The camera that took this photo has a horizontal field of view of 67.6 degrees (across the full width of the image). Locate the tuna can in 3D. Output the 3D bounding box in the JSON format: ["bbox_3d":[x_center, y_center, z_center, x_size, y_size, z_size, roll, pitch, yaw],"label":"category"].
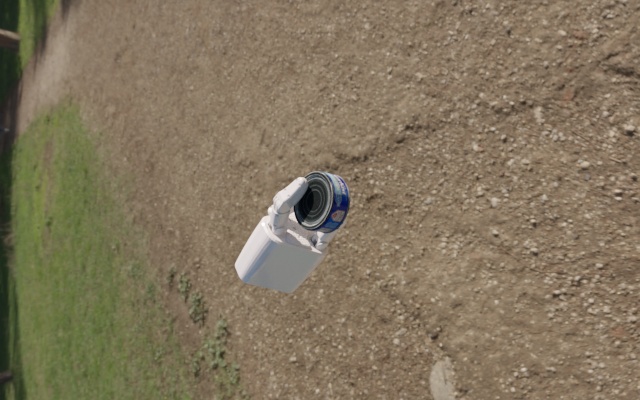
[{"bbox_3d":[0.000,0.002,0.675,0.034,0.086,0.086,12,-8,-41],"label":"tuna can"}]
